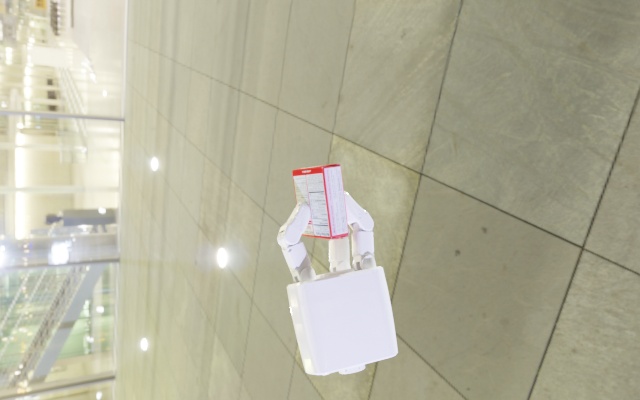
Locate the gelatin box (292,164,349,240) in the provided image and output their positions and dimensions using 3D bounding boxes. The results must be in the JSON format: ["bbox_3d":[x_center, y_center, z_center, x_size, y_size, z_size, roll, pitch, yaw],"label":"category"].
[{"bbox_3d":[0.000,0.002,0.591,0.030,0.089,0.073,-11,5,-32],"label":"gelatin box"}]
